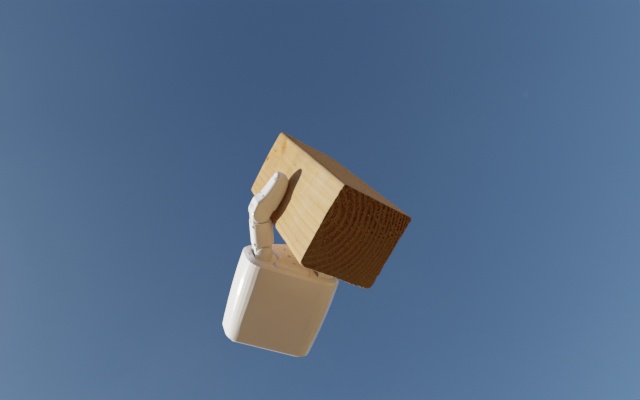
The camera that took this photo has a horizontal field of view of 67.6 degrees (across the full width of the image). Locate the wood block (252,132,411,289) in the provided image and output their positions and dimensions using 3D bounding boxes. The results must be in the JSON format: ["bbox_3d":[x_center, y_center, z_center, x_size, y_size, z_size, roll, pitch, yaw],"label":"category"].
[{"bbox_3d":[0.000,0.002,0.550,0.091,0.090,0.206,24,10,-29],"label":"wood block"}]
